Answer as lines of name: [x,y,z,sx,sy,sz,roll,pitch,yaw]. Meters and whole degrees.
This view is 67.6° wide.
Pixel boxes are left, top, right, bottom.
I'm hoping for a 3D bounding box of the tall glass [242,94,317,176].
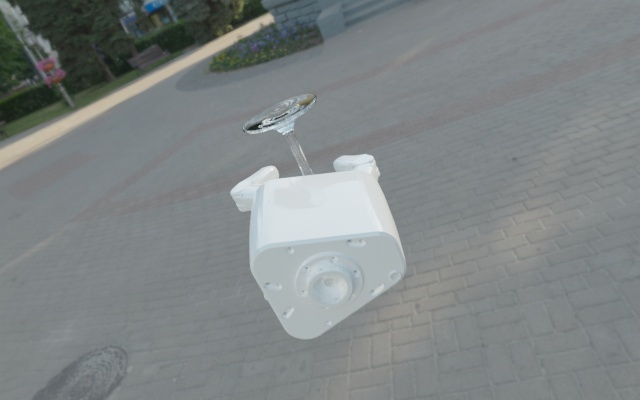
tall glass: [0.000,0.001,0.477,0.079,0.201,0.079,-20,26,10]
